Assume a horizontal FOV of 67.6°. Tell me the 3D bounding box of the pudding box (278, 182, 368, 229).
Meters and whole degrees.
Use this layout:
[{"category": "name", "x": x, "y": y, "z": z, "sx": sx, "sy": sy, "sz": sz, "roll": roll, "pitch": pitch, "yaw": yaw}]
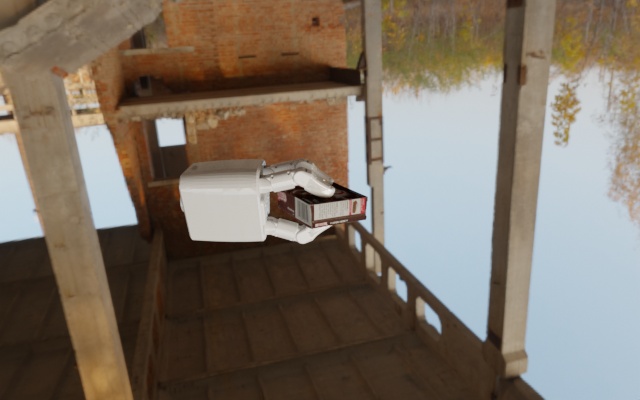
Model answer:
[{"category": "pudding box", "x": 0.000, "y": 0.002, "z": 0.682, "sx": 0.090, "sy": 0.039, "sz": 0.113, "roll": -9, "pitch": 20, "yaw": -27}]
